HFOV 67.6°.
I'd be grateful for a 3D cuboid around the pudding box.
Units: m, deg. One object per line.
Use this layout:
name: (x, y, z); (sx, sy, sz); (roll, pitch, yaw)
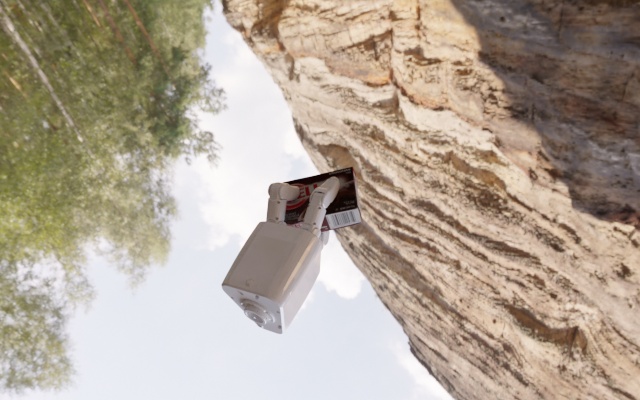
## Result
pudding box: (0.000, 0.002, 0.695); (0.113, 0.090, 0.039); (-11, -46, 7)
